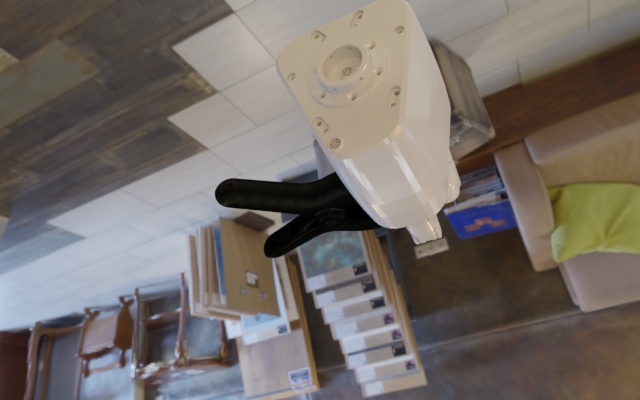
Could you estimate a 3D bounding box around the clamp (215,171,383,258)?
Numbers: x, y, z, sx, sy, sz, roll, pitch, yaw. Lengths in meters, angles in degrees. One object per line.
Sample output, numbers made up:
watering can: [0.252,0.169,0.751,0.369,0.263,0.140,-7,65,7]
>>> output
clamp: [0.000,0.002,0.408,0.171,0.039,0.120,-19,-30,17]
